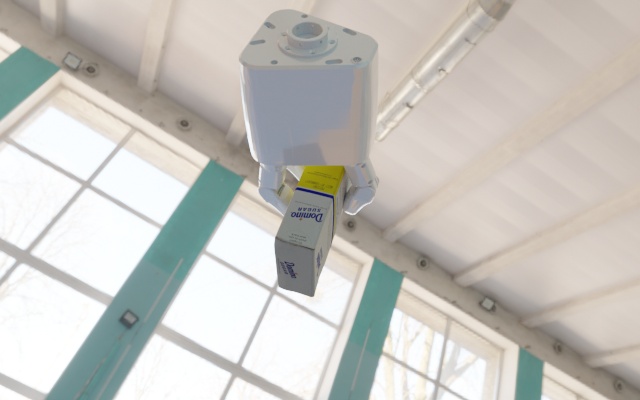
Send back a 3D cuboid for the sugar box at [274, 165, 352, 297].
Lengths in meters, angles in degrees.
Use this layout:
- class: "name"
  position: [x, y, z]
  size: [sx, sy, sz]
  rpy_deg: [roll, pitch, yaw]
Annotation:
- class: "sugar box"
  position: [0.000, 0.001, 0.504]
  size: [0.048, 0.176, 0.093]
  rpy_deg: [16, -38, 11]
